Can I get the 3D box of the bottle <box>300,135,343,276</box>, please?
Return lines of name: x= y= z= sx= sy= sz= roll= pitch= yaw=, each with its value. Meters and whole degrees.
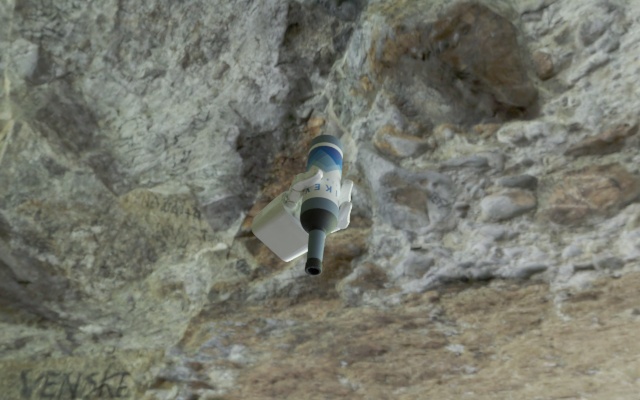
bottle: x=0.000 y=0.003 z=0.848 sx=0.069 sy=0.295 sz=0.069 roll=3 pitch=-42 yaw=3
